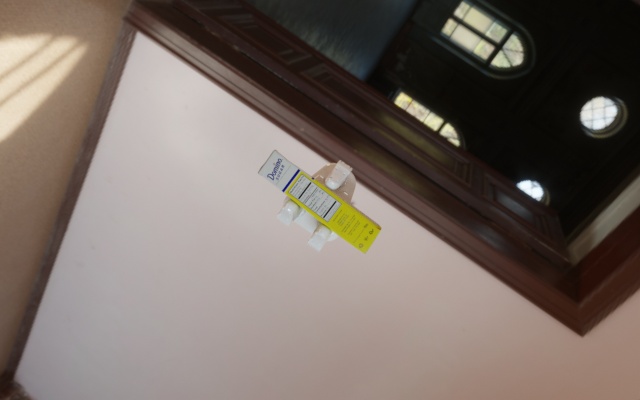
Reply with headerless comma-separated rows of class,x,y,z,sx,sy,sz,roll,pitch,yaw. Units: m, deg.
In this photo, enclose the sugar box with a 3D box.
sugar box,0.000,0.003,0.658,0.176,0.048,0.093,34,0,3
